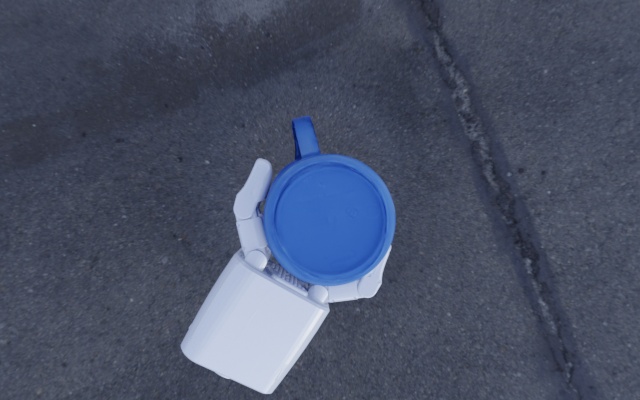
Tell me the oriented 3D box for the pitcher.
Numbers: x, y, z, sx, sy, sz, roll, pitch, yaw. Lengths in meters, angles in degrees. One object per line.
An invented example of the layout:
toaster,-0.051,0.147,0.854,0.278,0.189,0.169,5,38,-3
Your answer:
pitcher,0.000,0.002,0.496,0.149,0.145,0.243,33,0,-3
